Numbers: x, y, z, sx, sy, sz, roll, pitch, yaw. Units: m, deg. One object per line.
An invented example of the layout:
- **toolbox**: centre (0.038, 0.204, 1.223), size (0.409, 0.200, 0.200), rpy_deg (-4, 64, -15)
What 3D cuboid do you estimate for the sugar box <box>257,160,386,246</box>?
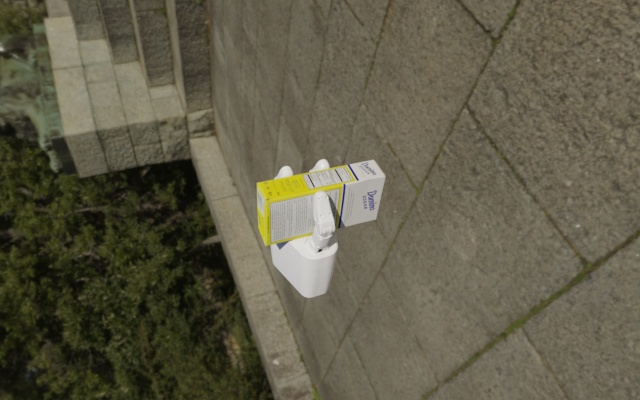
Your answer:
- **sugar box**: centre (0.000, 0.002, 0.682), size (0.176, 0.093, 0.048), rpy_deg (-14, 48, -19)
